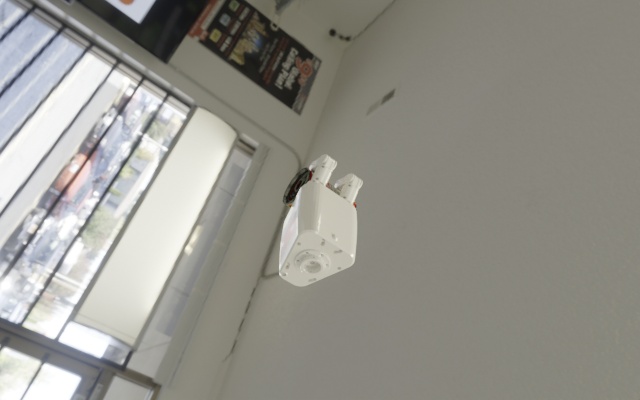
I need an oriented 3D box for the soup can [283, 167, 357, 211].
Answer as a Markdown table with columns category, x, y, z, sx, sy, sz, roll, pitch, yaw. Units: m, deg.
| category | x | y | z | sx | sy | sz | roll | pitch | yaw |
| --- | --- | --- | --- | --- | --- | --- | --- | --- | --- |
| soup can | 0.000 | 0.002 | 0.768 | 0.102 | 0.068 | 0.068 | 33 | -14 | -21 |
